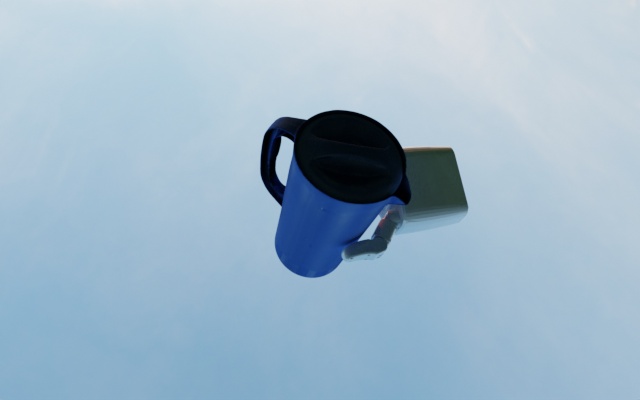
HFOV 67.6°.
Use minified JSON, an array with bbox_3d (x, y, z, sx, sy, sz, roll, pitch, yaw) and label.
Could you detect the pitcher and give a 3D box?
[{"bbox_3d":[0.000,0.002,0.630,0.145,0.149,0.243,-8,-29,-21],"label":"pitcher"}]
